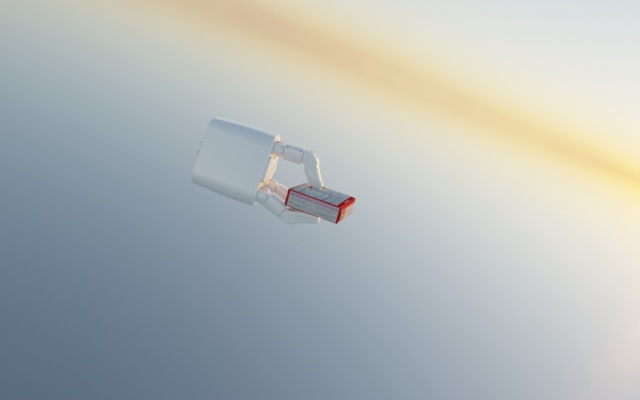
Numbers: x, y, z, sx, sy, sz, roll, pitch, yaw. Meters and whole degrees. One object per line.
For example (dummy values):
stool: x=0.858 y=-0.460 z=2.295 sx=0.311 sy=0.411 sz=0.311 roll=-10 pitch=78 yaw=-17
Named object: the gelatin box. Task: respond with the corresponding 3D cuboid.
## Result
gelatin box: x=0.001 y=0.002 z=0.731 sx=0.089 sy=0.030 sz=0.073 roll=19 pitch=17 yaw=16
